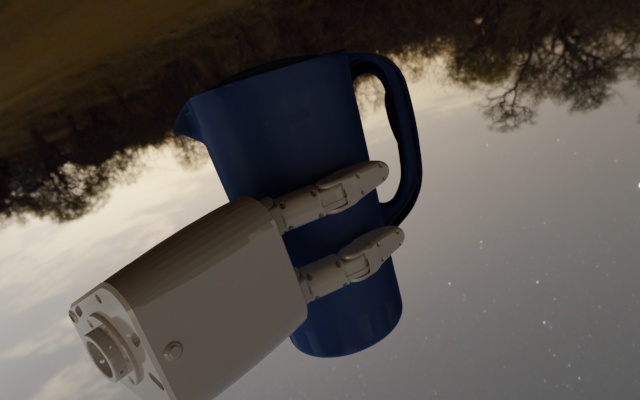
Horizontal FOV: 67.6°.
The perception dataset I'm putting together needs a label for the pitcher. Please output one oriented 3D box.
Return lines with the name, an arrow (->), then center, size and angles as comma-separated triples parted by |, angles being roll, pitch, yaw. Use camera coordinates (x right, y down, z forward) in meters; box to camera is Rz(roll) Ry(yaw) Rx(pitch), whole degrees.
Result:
pitcher -> 0.000, 0.001, 0.407 | 0.149, 0.243, 0.145 | -4, 21, 41
